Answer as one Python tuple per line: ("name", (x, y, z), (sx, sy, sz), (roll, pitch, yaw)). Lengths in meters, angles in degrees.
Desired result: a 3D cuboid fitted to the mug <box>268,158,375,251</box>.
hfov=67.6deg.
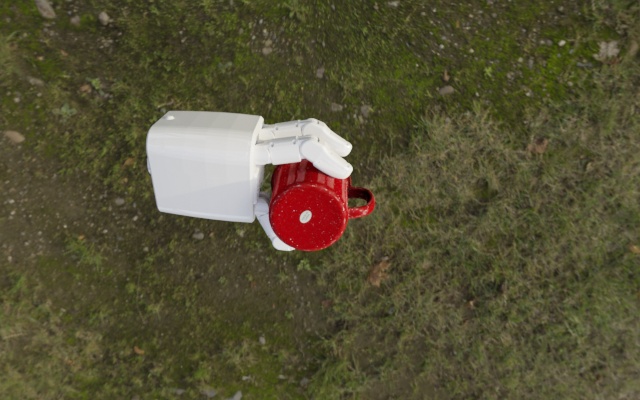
("mug", (0.002, 0.002, 0.515), (0.117, 0.093, 0.081), (4, 27, 0))
